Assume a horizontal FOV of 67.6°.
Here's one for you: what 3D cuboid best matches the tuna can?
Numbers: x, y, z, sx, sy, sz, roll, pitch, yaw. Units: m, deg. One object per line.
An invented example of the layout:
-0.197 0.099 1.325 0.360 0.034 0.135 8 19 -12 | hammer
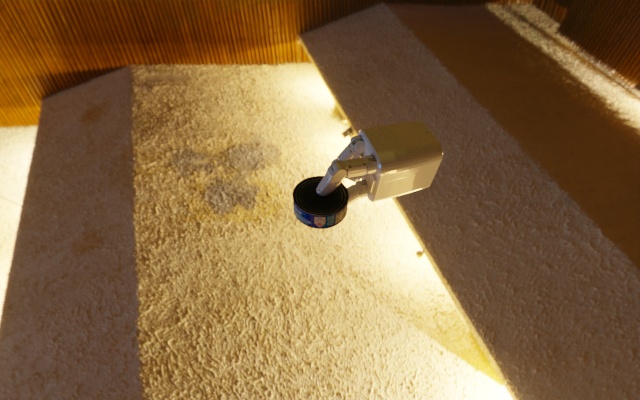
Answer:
0.000 0.003 0.734 0.086 0.034 0.086 1 45 -1 | tuna can
